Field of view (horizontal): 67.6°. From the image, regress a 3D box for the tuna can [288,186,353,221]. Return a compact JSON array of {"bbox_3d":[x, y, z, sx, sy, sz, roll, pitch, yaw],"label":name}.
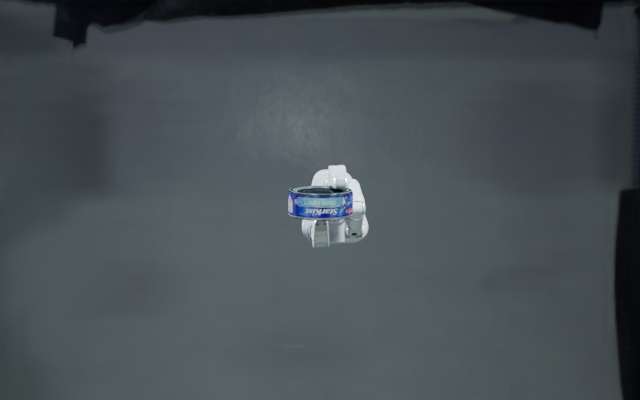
[{"bbox_3d":[0.000,0.001,0.623,0.086,0.034,0.086,0,9,0],"label":"tuna can"}]
